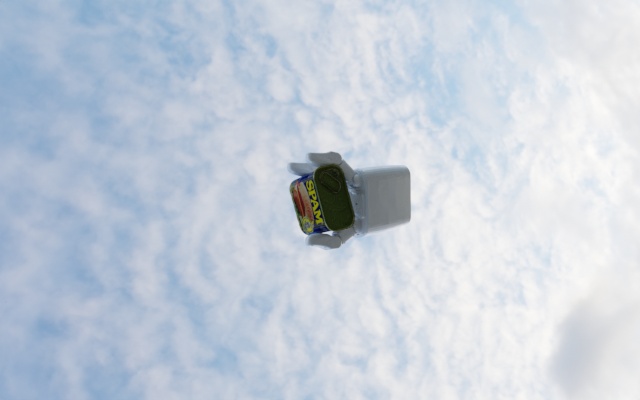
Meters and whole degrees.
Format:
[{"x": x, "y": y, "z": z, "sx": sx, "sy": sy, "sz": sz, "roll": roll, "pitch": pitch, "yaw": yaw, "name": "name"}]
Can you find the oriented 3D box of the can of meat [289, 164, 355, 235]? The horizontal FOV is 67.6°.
[{"x": 0.000, "y": 0.003, "z": 0.755, "sx": 0.057, "sy": 0.102, "sz": 0.084, "roll": -13, "pitch": -3, "yaw": -34, "name": "can of meat"}]
